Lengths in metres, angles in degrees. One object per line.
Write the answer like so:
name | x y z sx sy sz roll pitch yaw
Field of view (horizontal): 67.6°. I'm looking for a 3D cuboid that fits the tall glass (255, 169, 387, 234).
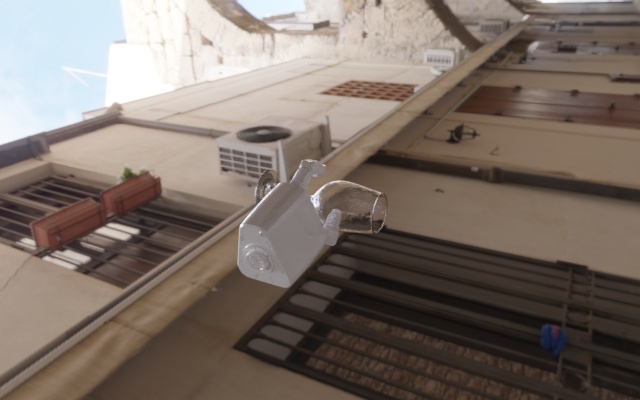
tall glass | 0.000 0.002 0.748 0.201 0.079 0.079 11 5 26
